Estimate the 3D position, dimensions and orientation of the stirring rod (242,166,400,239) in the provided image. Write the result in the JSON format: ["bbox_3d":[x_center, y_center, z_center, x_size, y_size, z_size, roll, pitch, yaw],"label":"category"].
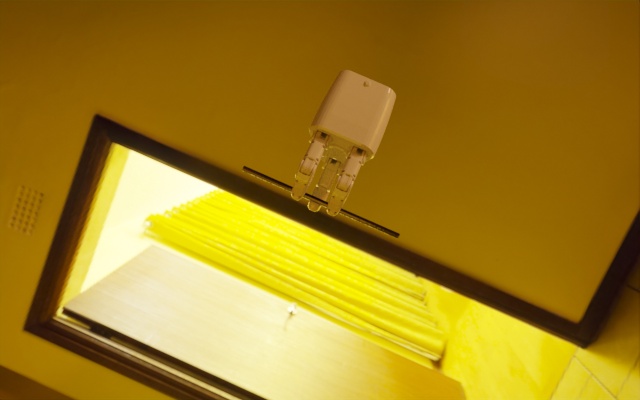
[{"bbox_3d":[0.000,0.002,0.676,0.239,0.011,0.011,24,1,2],"label":"stirring rod"}]
